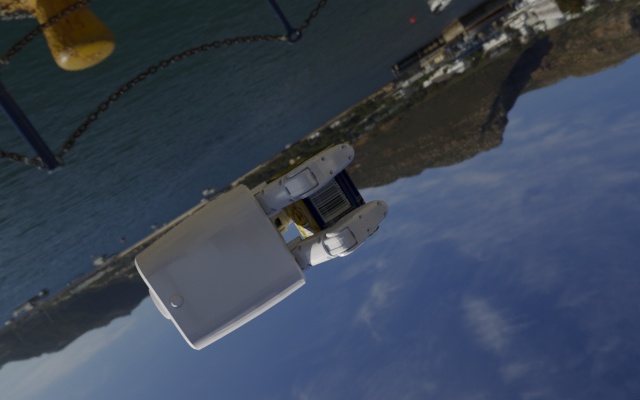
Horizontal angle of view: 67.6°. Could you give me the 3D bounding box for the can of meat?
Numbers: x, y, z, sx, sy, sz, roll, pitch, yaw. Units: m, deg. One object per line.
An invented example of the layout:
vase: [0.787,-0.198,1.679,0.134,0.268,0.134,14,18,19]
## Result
can of meat: [0.000,0.002,0.440,0.057,0.084,0.102,-33,7,-14]
